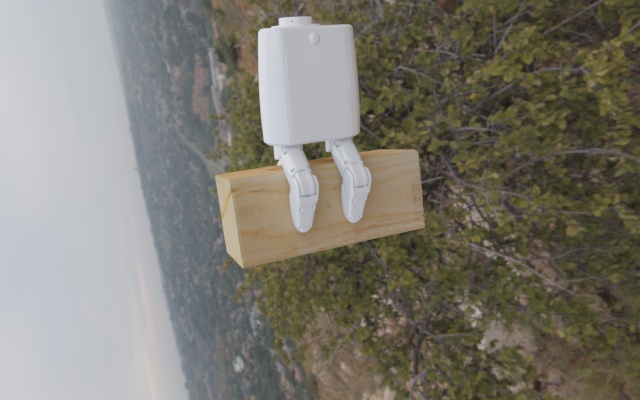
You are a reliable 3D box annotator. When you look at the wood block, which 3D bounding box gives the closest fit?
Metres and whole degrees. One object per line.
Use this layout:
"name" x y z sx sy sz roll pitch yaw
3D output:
"wood block" 0.000 0.001 0.526 0.206 0.090 0.091 -10 9 -20
